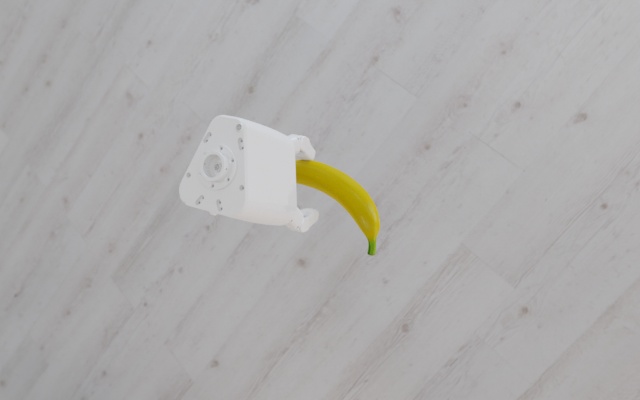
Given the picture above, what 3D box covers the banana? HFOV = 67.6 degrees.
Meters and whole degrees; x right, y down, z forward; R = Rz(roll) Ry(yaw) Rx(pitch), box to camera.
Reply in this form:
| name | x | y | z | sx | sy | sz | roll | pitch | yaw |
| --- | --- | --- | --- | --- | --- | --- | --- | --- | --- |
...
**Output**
| name | x | y | z | sx | sy | sz | roll | pitch | yaw |
| --- | --- | --- | --- | --- | --- | --- | --- | --- | --- |
| banana | 0.013 | -0.011 | 0.657 | 0.197 | 0.069 | 0.037 | 40 | 11 | 22 |
